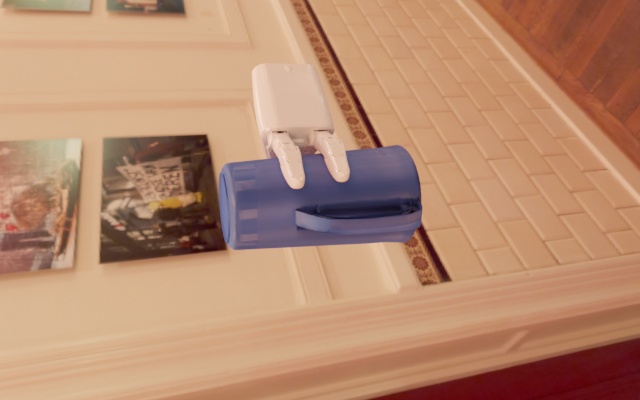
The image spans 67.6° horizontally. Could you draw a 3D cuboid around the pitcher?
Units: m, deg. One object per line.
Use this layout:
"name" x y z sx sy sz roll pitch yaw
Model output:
"pitcher" 0.000 0.002 0.608 0.243 0.145 0.149 -5 -24 -17
